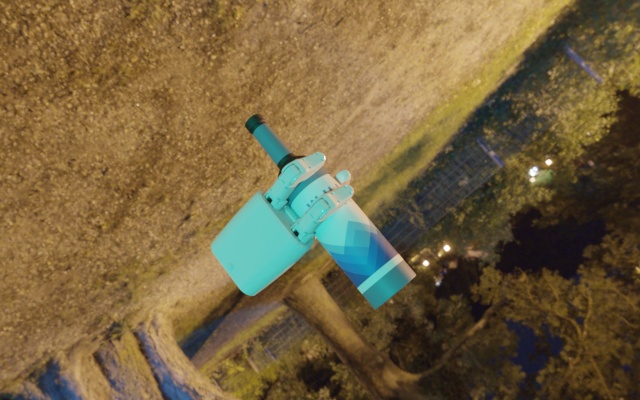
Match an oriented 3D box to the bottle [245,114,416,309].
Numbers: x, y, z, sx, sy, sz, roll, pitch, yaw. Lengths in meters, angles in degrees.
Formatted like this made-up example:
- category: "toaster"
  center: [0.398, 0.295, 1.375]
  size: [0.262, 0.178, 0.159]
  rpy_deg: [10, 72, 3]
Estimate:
- category: "bottle"
  center: [0.000, 0.002, 0.615]
  size: [0.069, 0.295, 0.069]
  rpy_deg: [-38, -12, -10]
